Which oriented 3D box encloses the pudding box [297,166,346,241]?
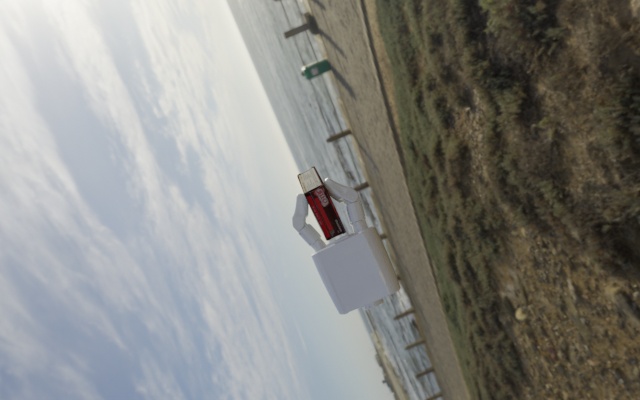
[{"bbox_3d":[0.000,0.003,0.781,0.039,0.090,0.113,-25,21,-1],"label":"pudding box"}]
